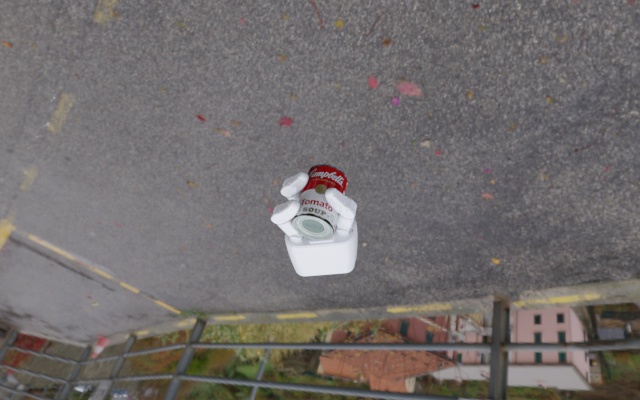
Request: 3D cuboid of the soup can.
[{"bbox_3d":[0.000,0.002,0.748,0.068,0.102,0.069,12,-35,8],"label":"soup can"}]
